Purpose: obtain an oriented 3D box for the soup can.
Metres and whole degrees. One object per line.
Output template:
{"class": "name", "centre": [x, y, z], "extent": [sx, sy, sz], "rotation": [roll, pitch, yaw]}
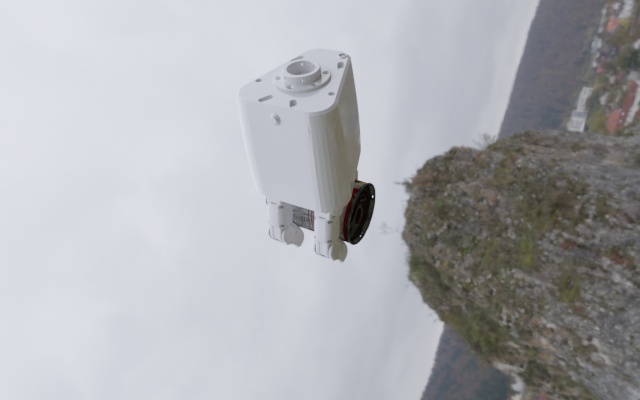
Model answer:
{"class": "soup can", "centre": [0.000, 0.002, 0.521], "extent": [0.102, 0.068, 0.068], "rotation": [16, 7, 24]}
